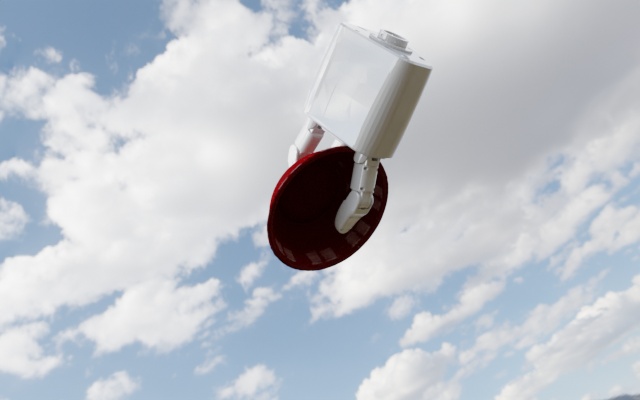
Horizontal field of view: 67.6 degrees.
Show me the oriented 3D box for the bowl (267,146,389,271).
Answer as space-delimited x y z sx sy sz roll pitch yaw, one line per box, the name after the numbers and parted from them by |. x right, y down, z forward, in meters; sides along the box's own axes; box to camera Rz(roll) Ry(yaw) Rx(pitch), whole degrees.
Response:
-0.001 0.003 0.564 0.162 0.162 0.055 0 26 -34 | bowl
